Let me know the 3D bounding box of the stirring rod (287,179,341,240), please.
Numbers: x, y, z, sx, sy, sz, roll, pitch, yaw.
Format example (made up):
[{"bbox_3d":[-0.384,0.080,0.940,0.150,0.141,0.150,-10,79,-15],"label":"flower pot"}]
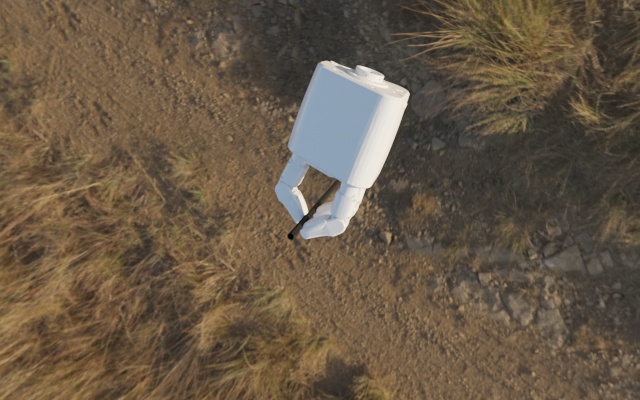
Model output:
[{"bbox_3d":[0.000,0.002,0.646,0.011,0.011,0.239,0,19,17],"label":"stirring rod"}]
